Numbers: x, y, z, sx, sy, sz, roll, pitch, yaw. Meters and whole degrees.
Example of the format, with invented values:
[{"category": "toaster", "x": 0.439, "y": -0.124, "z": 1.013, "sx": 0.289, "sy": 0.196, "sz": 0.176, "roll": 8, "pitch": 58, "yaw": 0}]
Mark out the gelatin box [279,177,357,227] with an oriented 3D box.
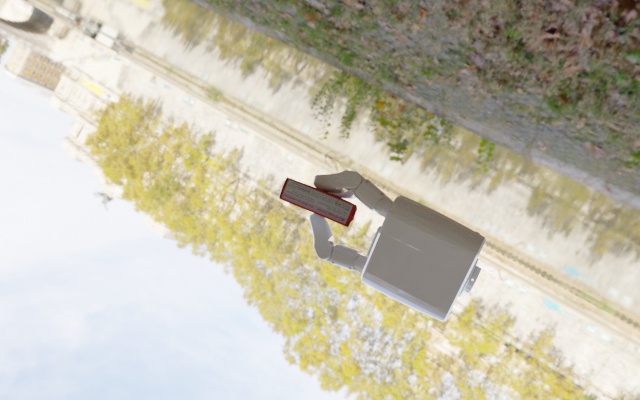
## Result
[{"category": "gelatin box", "x": 0.000, "y": 0.002, "z": 0.578, "sx": 0.089, "sy": 0.030, "sz": 0.073, "roll": 22, "pitch": 1, "yaw": 5}]
